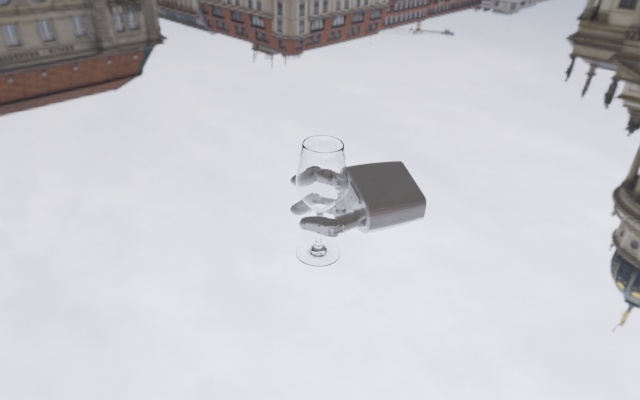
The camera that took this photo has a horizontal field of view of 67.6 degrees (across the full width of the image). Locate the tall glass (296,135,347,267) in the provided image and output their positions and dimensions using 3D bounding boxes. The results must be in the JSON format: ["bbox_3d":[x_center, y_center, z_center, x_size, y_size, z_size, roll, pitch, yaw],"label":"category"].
[{"bbox_3d":[0.000,0.003,0.744,0.079,0.201,0.079,2,32,-1],"label":"tall glass"}]
